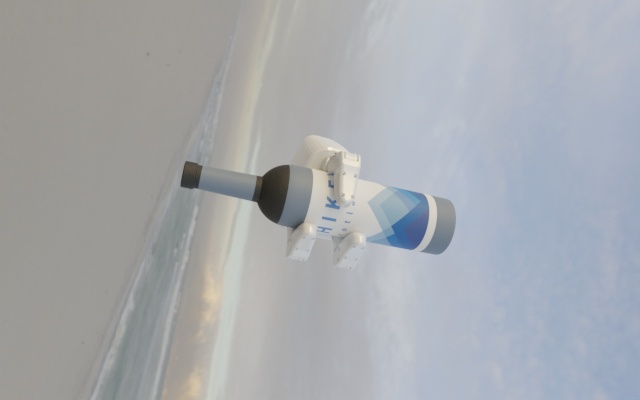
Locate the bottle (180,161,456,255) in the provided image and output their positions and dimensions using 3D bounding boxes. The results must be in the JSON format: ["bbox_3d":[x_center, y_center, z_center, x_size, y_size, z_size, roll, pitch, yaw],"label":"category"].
[{"bbox_3d":[0.000,0.002,0.520,0.296,0.069,0.069,12,-3,-14],"label":"bottle"}]
